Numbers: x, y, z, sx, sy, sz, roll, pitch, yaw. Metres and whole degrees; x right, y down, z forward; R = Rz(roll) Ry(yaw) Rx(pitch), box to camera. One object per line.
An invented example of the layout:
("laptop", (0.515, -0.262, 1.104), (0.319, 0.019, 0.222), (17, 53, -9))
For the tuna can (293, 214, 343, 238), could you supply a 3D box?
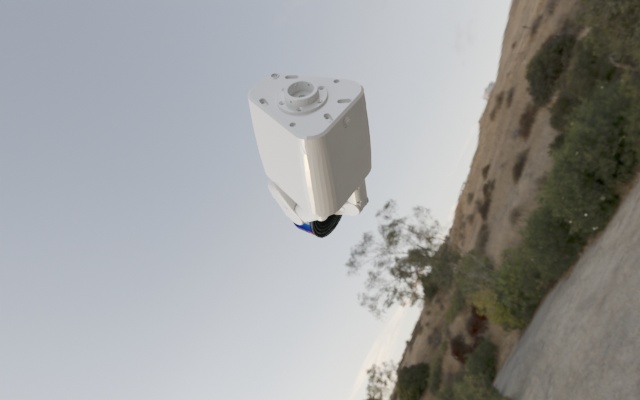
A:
("tuna can", (0.000, 0.002, 0.608), (0.033, 0.086, 0.086), (20, 9, 27))
